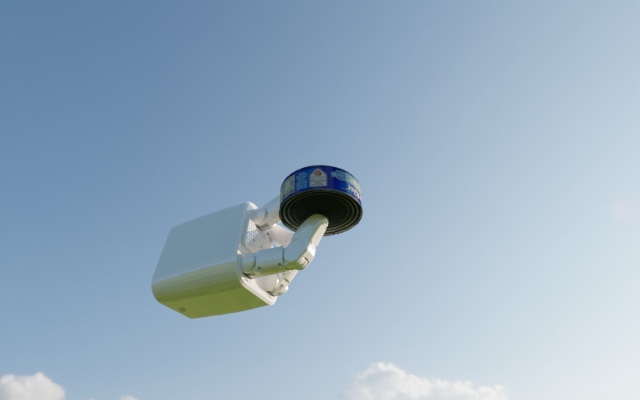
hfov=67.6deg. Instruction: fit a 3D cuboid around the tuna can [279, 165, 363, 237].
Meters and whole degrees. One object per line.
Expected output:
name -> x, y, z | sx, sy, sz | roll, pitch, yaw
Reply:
tuna can -> 0.000, 0.001, 0.495 | 0.086, 0.033, 0.086 | -1, -35, -1
